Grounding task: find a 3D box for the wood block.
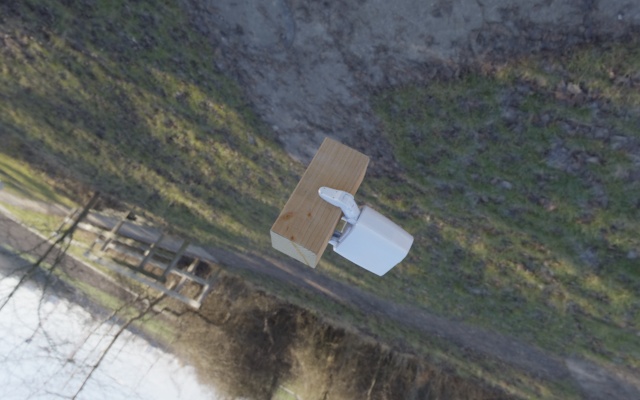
[{"bbox_3d":[0.000,0.003,0.859,0.090,0.206,0.091,26,-22,8],"label":"wood block"}]
